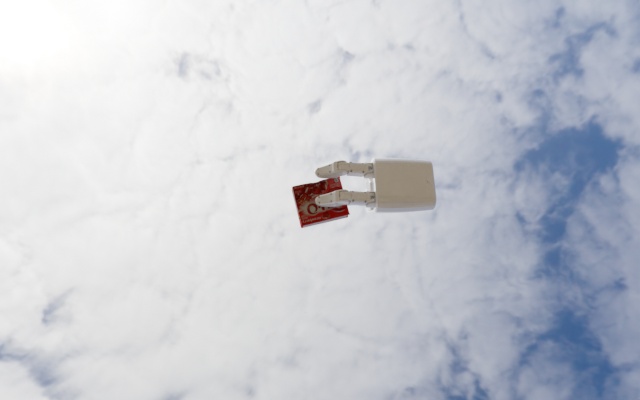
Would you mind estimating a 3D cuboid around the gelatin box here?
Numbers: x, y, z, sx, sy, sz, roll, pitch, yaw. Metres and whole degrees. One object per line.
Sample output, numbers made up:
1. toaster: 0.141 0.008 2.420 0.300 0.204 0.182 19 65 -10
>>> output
1. gelatin box: 0.000 0.003 0.844 0.089 0.073 0.030 -13 -12 -8
